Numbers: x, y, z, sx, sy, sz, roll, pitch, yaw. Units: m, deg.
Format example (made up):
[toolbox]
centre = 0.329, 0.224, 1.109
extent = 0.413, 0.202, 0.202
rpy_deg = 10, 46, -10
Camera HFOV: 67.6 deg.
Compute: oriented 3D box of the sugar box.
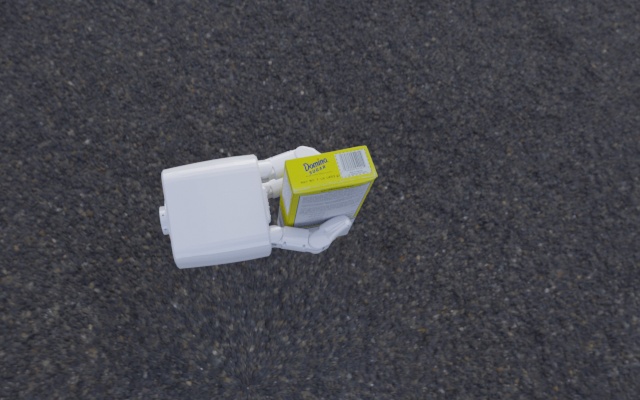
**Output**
[sugar box]
centre = 0.000, 0.001, 0.568
extent = 0.093, 0.048, 0.176
rpy_deg = -11, -19, -13
